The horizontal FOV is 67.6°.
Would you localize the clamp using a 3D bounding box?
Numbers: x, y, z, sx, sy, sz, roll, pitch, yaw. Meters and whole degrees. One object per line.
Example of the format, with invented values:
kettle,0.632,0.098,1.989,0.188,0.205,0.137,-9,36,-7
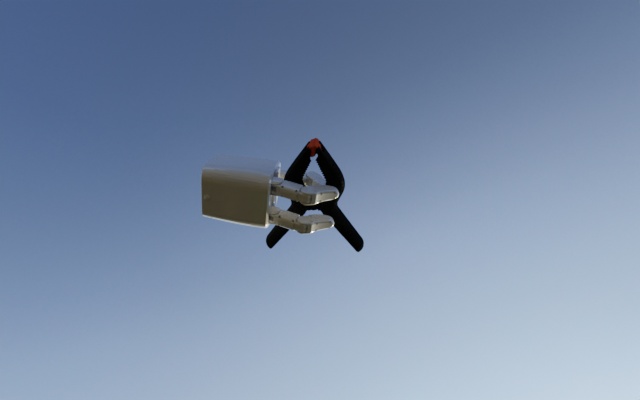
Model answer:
clamp,0.000,0.002,0.759,0.164,0.210,0.036,7,34,-2
